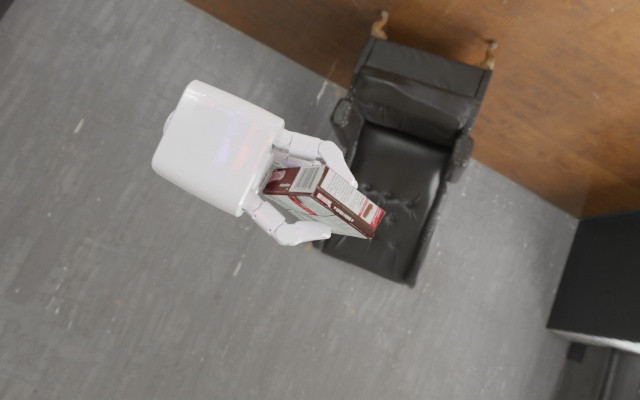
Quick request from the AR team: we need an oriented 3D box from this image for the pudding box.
[{"bbox_3d":[0.000,0.002,0.519,0.090,0.039,0.113,35,-15,-28],"label":"pudding box"}]
